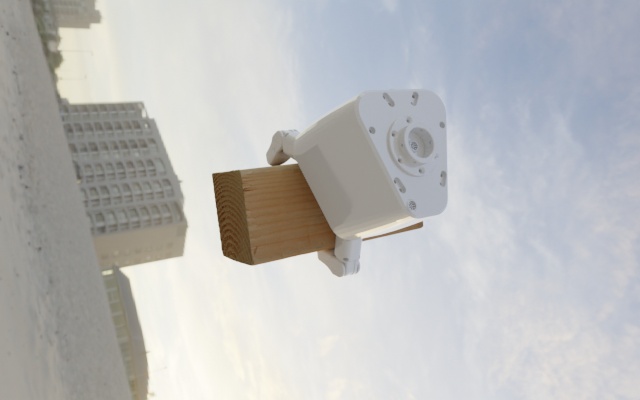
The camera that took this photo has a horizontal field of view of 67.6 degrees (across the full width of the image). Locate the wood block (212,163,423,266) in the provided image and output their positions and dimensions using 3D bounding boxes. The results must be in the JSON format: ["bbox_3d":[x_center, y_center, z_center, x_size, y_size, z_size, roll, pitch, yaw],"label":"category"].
[{"bbox_3d":[0.000,0.002,0.515,0.206,0.091,0.090,-9,5,-29],"label":"wood block"}]
